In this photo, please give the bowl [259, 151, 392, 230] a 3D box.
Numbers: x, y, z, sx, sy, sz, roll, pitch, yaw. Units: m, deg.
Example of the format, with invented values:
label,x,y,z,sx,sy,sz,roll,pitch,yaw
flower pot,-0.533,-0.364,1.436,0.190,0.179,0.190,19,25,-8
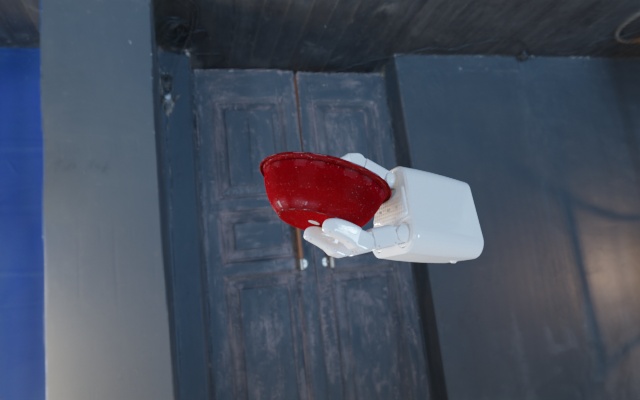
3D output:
label,x,y,z,sx,sy,sz,roll,pitch,yaw
bowl,-0.001,0.002,0.567,0.162,0.055,0.162,12,-18,4
